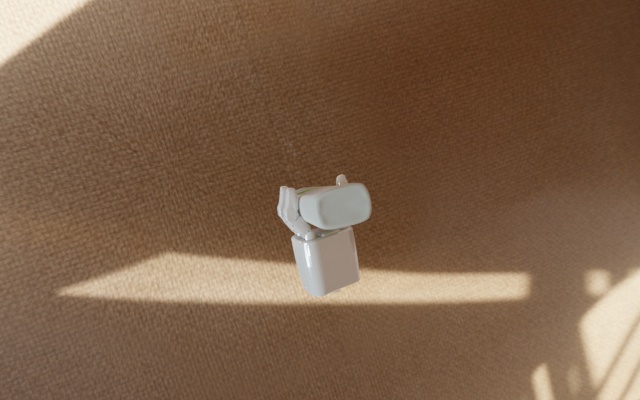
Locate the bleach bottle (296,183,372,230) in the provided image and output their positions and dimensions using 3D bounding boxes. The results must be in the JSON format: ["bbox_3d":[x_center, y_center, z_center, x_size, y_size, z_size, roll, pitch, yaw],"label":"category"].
[{"bbox_3d":[0.000,0.003,0.890,0.102,0.068,0.251,-14,8,-16],"label":"bleach bottle"}]
